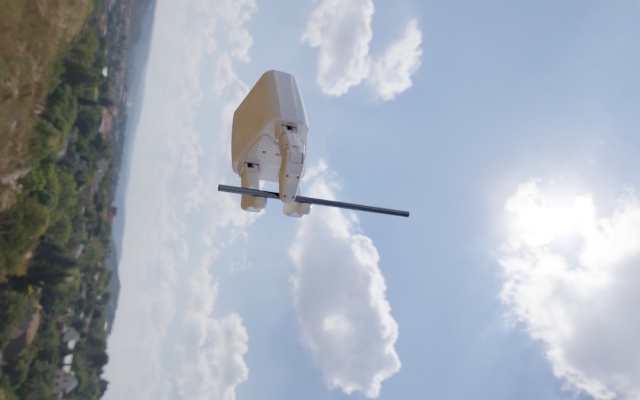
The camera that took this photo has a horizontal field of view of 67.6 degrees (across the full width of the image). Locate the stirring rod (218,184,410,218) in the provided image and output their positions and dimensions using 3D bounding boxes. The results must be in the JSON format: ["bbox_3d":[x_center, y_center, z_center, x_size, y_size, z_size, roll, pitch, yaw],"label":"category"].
[{"bbox_3d":[0.000,0.002,0.562,0.239,0.011,0.011,8,-3,-21],"label":"stirring rod"}]
